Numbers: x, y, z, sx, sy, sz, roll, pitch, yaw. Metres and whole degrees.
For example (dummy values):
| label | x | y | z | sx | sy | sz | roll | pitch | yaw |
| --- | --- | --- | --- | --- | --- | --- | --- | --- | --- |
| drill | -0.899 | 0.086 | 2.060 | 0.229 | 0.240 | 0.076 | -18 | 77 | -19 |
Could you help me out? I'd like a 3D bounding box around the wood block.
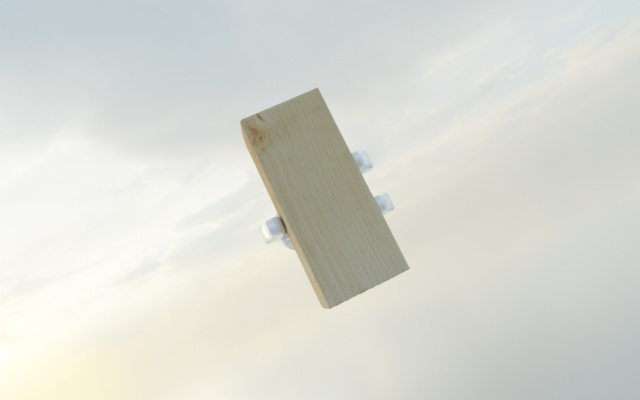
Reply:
| label | x | y | z | sx | sy | sz | roll | pitch | yaw |
| --- | --- | --- | --- | --- | --- | --- | --- | --- | --- |
| wood block | 0.000 | 0.002 | 0.511 | 0.091 | 0.206 | 0.090 | -25 | -8 | -9 |
